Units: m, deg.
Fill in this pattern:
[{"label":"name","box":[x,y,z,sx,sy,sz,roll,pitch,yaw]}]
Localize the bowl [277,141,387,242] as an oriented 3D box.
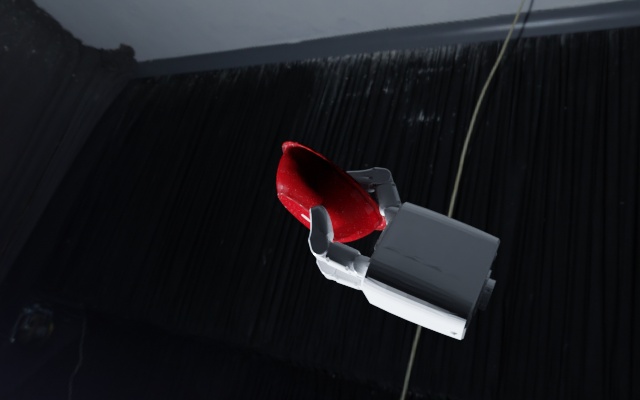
[{"label":"bowl","box":[-0.001,0.002,0.582,0.162,0.055,0.162,38,-12,10]}]
